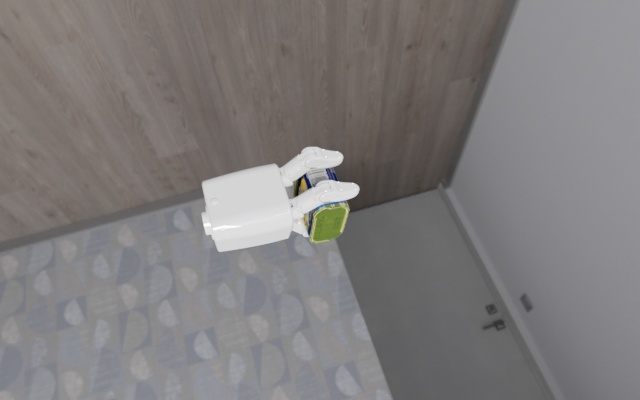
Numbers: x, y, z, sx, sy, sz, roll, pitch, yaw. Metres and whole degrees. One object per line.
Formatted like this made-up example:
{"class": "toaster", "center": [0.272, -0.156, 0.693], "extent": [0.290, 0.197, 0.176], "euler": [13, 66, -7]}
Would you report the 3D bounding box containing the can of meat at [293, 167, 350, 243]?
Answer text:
{"class": "can of meat", "center": [0.000, 0.003, 0.694], "extent": [0.057, 0.084, 0.102], "euler": [-11, -31, -14]}
